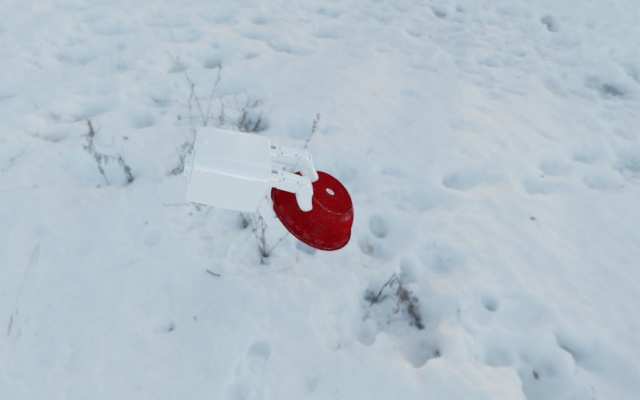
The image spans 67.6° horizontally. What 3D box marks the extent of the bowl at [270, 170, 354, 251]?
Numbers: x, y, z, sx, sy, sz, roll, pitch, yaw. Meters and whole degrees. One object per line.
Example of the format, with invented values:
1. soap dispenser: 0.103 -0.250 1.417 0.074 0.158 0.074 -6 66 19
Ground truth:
1. bowl: 0.001 0.002 0.790 0.162 0.162 0.055 0 -38 -44
